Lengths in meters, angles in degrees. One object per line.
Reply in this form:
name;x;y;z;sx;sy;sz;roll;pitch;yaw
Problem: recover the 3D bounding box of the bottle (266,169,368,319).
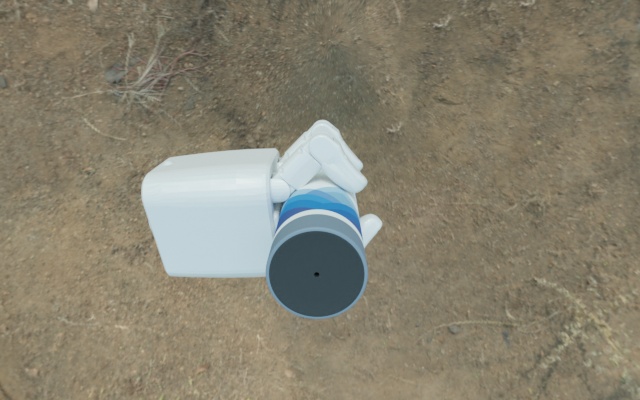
bottle;0.000;0.002;0.447;0.069;0.069;0.295;0;19;1
